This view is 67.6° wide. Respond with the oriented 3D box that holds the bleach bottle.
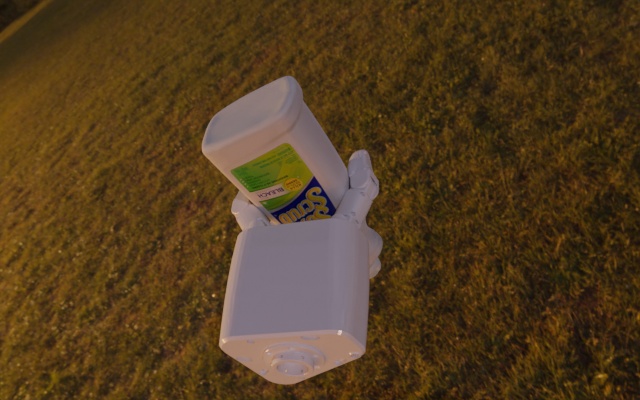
[{"bbox_3d":[0.000,0.002,0.480,0.102,0.068,0.251,-21,-48,24],"label":"bleach bottle"}]
